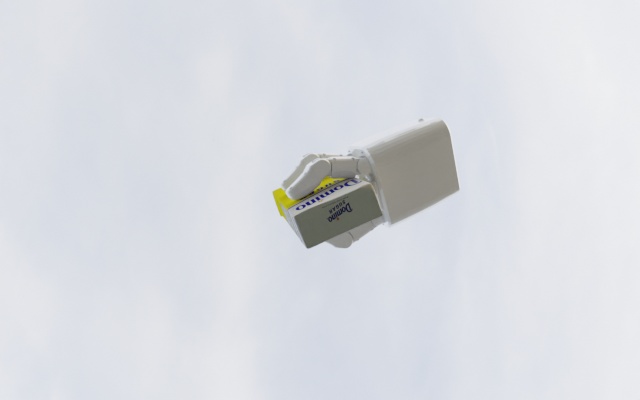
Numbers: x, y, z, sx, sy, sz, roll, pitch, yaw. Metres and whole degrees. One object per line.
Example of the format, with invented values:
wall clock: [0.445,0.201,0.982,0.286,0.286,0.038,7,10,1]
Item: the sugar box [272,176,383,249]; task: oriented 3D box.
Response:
sugar box: [0.000,0.001,0.581,0.093,0.048,0.176,-24,11,-9]
